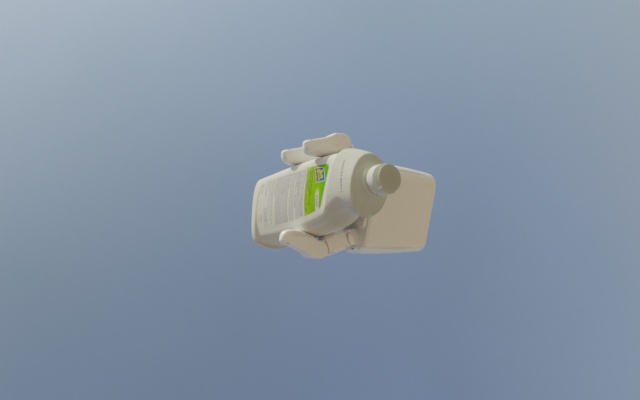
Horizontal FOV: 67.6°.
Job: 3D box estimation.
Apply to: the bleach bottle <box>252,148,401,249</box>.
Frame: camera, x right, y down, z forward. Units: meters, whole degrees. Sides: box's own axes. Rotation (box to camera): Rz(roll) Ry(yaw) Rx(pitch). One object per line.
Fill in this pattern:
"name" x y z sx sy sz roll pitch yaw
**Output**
"bleach bottle" 0.000 0.002 0.564 0.068 0.102 0.251 6 -10 -32
